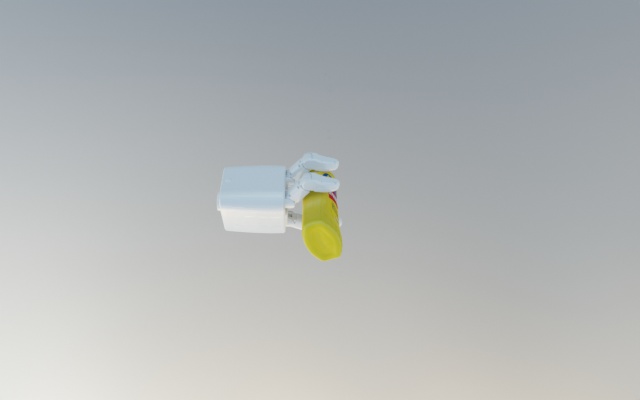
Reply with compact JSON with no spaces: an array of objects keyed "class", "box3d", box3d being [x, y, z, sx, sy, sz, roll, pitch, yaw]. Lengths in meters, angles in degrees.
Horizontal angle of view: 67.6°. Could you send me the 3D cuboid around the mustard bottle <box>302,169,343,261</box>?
[{"class":"mustard bottle","box3d":[0.000,0.003,0.811,0.058,0.096,0.191,-17,41,13]}]
